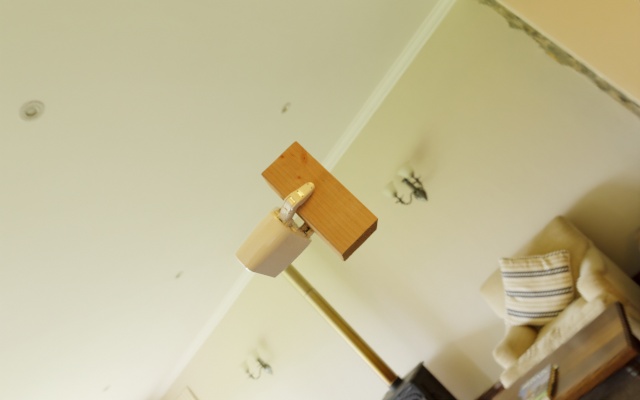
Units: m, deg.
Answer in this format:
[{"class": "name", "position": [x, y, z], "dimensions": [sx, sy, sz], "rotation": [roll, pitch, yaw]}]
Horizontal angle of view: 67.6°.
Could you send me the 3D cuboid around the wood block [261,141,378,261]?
[{"class": "wood block", "position": [0.000, 0.003, 0.869], "dimensions": [0.206, 0.090, 0.091], "rotation": [44, -7, 14]}]
